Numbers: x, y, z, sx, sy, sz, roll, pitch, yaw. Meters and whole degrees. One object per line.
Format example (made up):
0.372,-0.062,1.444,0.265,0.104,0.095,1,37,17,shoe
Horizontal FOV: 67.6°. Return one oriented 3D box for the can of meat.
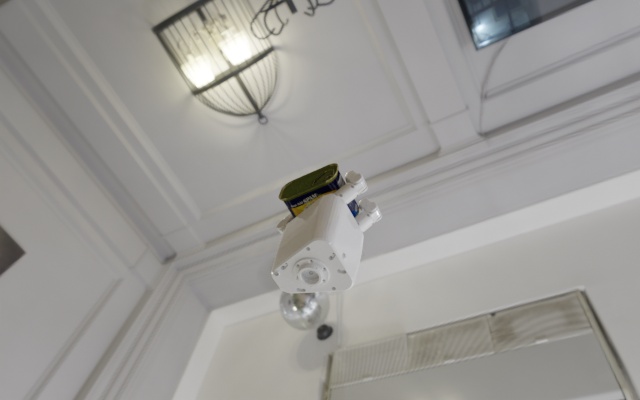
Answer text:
0.000,0.003,0.747,0.102,0.084,0.057,-22,25,18,can of meat
